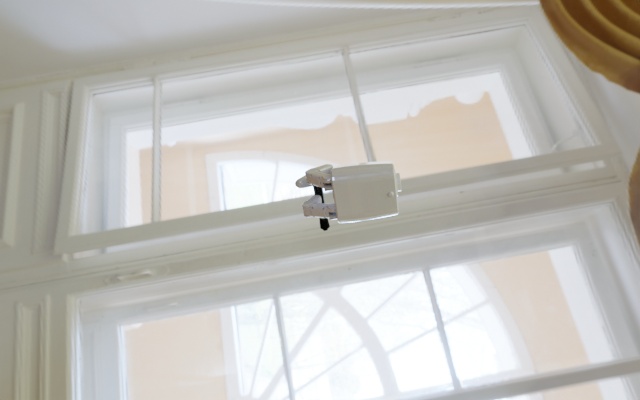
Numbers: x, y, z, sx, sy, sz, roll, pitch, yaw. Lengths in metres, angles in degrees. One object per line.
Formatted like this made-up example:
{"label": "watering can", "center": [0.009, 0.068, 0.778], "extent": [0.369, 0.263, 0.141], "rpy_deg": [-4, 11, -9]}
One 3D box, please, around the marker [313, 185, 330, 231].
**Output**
{"label": "marker", "center": [0.000, 0.003, 0.899], "extent": [0.020, 0.121, 0.020], "rpy_deg": [-8, 25, 4]}
